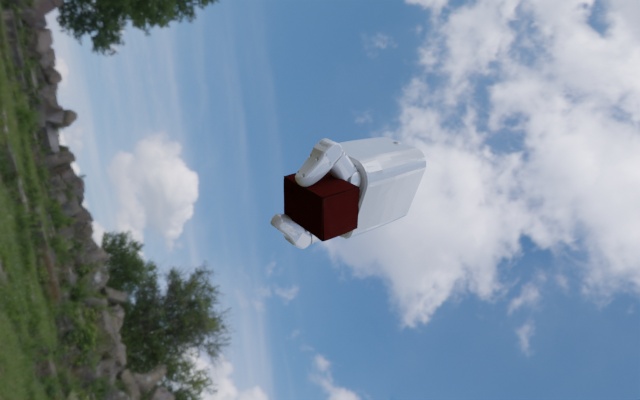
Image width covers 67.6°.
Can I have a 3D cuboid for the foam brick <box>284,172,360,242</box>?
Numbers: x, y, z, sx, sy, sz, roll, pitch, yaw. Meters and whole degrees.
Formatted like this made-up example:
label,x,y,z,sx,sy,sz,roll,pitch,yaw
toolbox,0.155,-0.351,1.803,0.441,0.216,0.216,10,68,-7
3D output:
label,x,y,z,sx,sy,sz,roll,pitch,yaw
foam brick,0.000,0.002,0.533,0.051,0.053,0.078,-16,30,-33
